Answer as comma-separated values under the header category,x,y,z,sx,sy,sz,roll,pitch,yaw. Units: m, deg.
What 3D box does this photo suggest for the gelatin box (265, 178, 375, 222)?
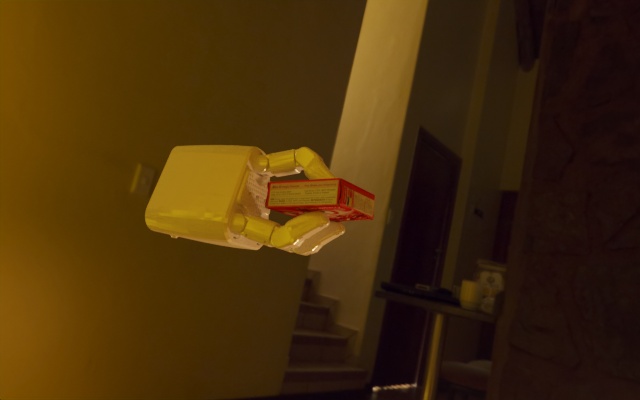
category,x,y,z,sx,sy,sz,roll,pitch,yaw
gelatin box,0.000,0.001,0.487,0.089,0.030,0.073,-3,-14,32
